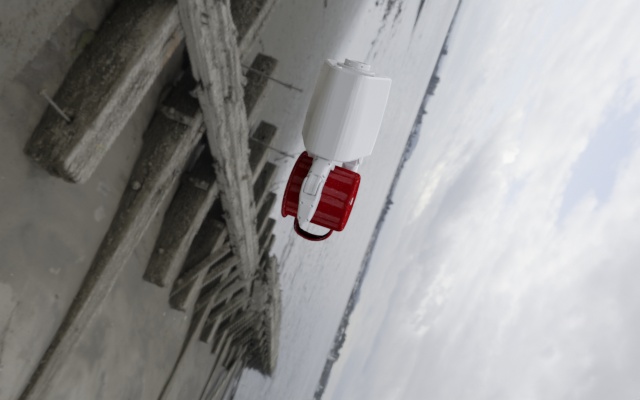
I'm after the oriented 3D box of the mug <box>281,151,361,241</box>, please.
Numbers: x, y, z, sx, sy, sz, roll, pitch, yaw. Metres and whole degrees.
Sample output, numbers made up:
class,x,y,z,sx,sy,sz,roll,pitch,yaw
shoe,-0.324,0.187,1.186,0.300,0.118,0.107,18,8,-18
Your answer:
class,x,y,z,sx,sy,sz,roll,pitch,yaw
mug,0.000,0.003,0.629,0.081,0.117,0.093,19,22,7
